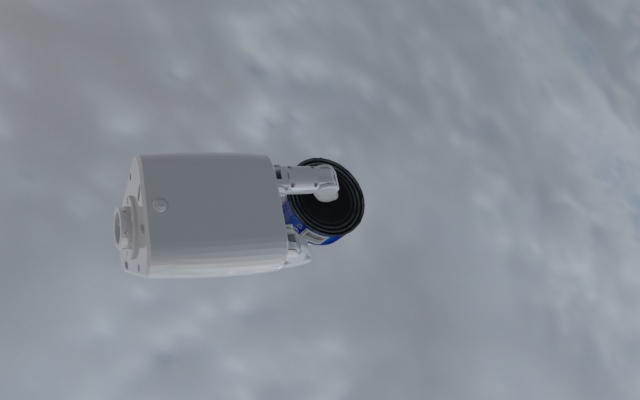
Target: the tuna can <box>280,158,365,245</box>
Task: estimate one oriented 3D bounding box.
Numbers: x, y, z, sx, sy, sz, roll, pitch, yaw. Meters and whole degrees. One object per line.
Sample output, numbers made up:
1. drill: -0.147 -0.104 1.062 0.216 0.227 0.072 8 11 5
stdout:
1. tuna can: 0.000 0.002 0.488 0.086 0.086 0.034 0 -24 -29
